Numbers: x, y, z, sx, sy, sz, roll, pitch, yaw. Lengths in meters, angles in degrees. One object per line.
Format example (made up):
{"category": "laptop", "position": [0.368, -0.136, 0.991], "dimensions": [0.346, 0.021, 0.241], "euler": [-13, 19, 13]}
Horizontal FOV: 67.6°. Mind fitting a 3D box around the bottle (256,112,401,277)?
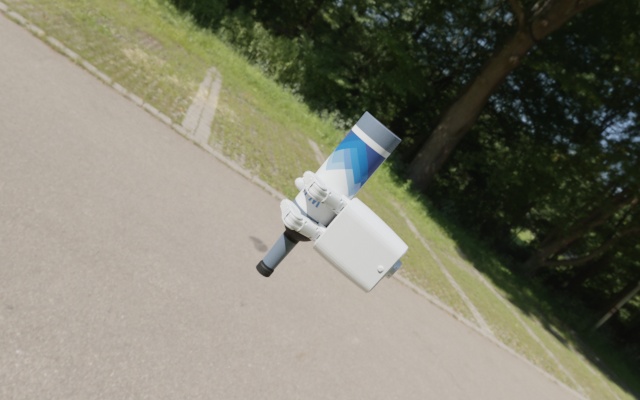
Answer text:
{"category": "bottle", "position": [0.000, 0.002, 0.723], "dimensions": [0.069, 0.296, 0.069], "euler": [37, 13, -10]}
